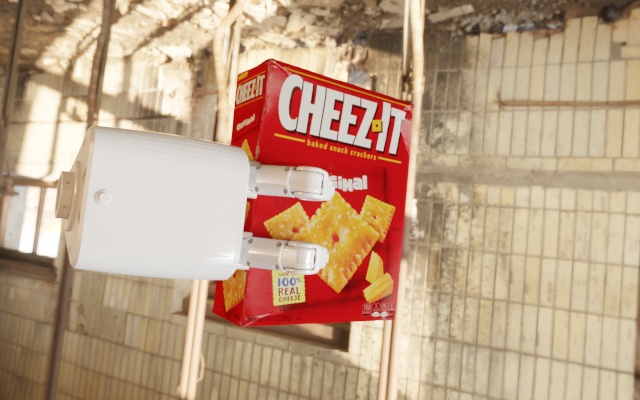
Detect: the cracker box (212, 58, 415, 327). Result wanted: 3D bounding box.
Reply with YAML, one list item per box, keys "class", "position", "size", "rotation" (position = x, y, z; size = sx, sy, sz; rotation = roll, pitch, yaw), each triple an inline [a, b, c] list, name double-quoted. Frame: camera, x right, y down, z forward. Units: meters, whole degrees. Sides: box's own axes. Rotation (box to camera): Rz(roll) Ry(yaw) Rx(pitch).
- class: "cracker box"
  position: [0.000, 0.002, 0.435]
  size: [0.164, 0.213, 0.072]
  rotation: [8, -4, -34]
